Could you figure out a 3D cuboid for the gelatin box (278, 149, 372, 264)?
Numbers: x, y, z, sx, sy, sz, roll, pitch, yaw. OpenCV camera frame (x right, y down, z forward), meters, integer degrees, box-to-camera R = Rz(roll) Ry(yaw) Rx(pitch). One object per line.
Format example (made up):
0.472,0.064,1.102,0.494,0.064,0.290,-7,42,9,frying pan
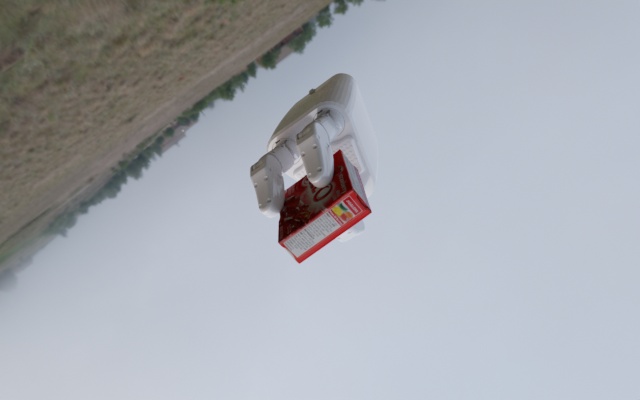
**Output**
0.000,0.002,0.402,0.073,0.030,0.089,-36,24,14,gelatin box
